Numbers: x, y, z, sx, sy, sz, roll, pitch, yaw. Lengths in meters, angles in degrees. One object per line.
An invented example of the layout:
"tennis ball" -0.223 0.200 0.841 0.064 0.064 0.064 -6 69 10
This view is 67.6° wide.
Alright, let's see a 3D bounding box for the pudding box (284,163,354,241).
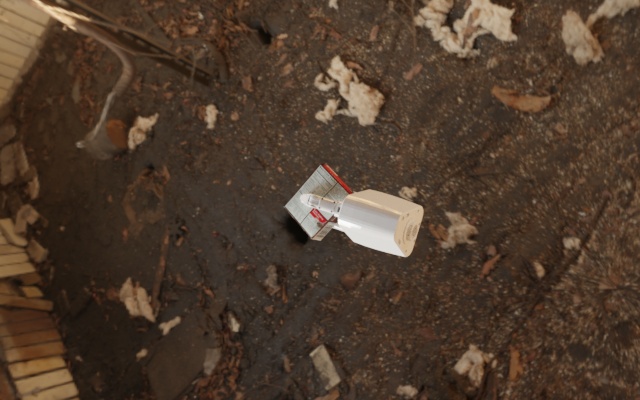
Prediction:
"pudding box" 0.000 0.003 0.871 0.090 0.113 0.039 48 14 24
